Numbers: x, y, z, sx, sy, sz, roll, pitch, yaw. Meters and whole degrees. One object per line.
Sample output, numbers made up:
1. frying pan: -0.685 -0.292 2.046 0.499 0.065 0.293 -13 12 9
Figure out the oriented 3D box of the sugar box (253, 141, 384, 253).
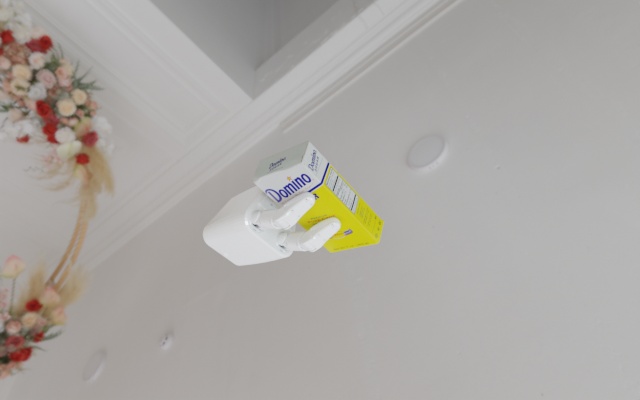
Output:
1. sugar box: 0.000 0.003 0.652 0.093 0.048 0.176 -17 -46 39
